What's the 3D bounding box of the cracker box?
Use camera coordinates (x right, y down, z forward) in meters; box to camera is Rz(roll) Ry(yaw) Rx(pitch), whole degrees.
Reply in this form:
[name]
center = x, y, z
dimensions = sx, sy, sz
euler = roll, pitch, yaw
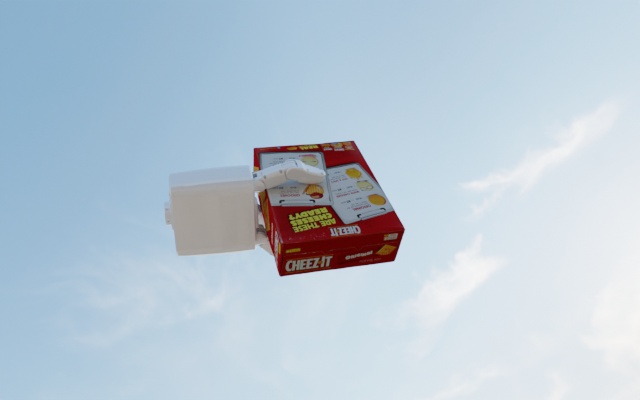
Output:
[cracker box]
center = 0.000, 0.002, 0.681
dimensions = 0.164, 0.072, 0.213
euler = -6, 41, -15
